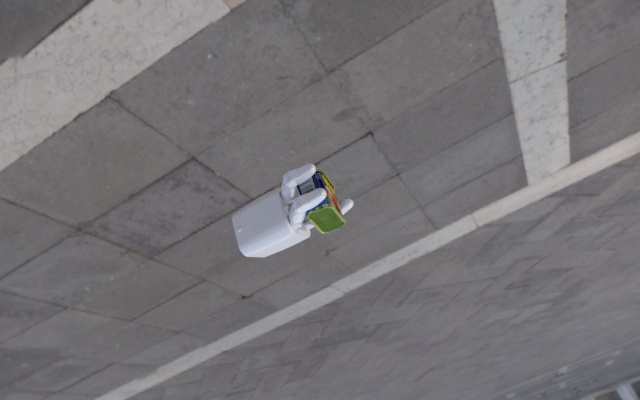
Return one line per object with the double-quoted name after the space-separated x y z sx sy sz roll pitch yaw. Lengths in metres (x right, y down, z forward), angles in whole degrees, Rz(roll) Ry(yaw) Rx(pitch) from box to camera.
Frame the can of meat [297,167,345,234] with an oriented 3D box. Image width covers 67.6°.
0.000 0.003 0.861 0.057 0.084 0.102 -25 -31 9 "can of meat"
